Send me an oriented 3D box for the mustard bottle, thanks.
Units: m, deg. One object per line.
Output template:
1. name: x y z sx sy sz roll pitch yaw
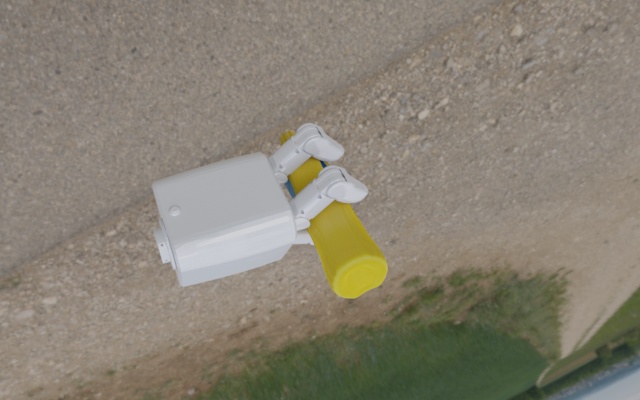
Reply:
1. mustard bottle: 0.000 0.002 0.492 0.058 0.191 0.096 -29 -29 2
